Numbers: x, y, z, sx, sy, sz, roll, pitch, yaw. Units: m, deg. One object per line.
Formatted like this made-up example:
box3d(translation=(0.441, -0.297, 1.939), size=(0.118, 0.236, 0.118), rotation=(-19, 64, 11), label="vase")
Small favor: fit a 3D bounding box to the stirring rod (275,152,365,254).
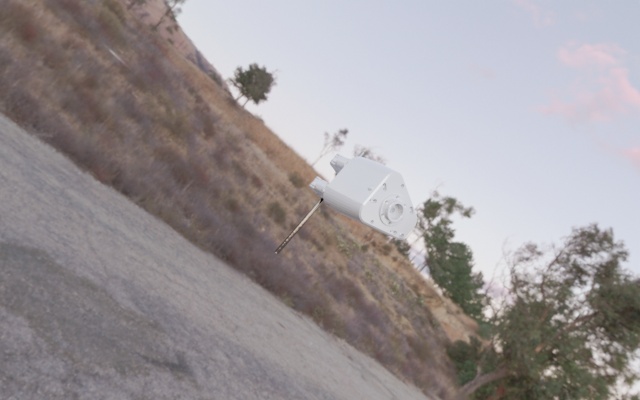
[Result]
box3d(translation=(0.000, 0.003, 0.857), size=(0.011, 0.239, 0.011), rotation=(40, -8, 7), label="stirring rod")
